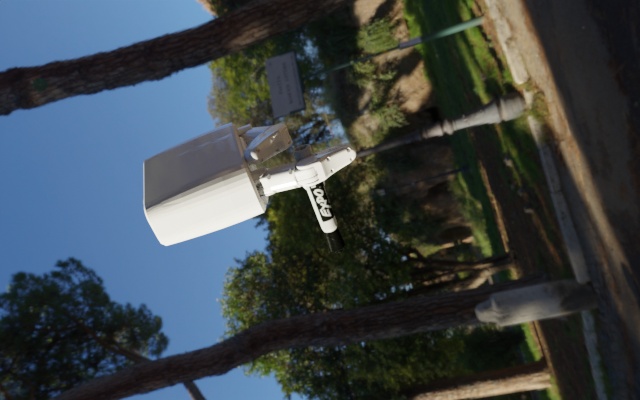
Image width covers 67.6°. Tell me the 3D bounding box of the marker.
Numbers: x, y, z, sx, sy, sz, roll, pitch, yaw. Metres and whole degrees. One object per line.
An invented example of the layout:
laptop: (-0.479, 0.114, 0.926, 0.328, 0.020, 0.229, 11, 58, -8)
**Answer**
marker: (0.000, 0.002, 0.484, 0.020, 0.121, 0.020, -17, 23, 7)
